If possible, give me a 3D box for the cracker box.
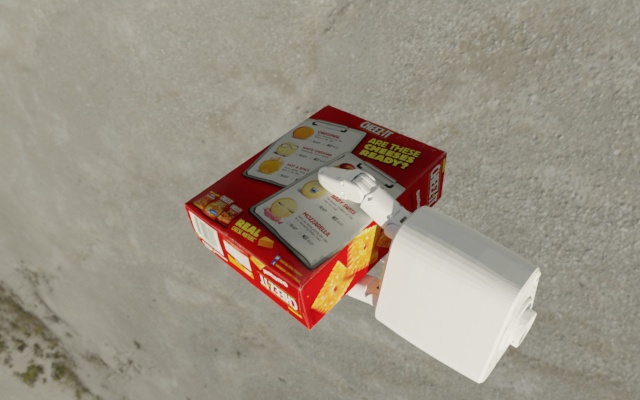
[{"bbox_3d":[0.000,0.002,0.489,0.164,0.072,0.213,29,54,33],"label":"cracker box"}]
